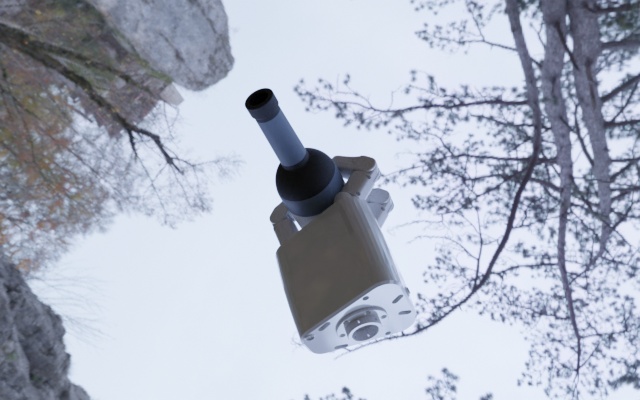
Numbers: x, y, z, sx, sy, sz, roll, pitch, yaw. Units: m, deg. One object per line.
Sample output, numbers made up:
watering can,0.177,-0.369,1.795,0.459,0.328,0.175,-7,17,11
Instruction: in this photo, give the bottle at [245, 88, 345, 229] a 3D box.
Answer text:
bottle,0.000,0.002,0.514,0.069,0.069,0.296,0,-38,27
